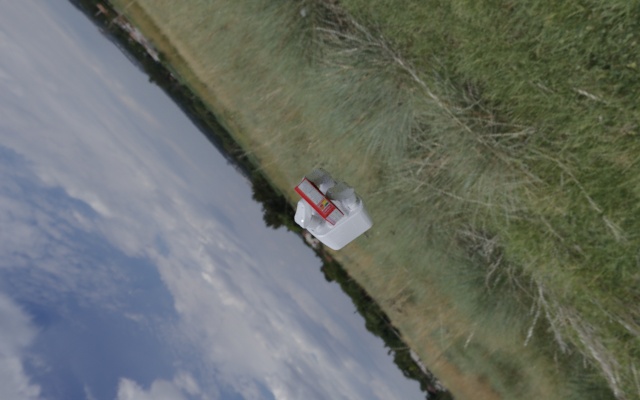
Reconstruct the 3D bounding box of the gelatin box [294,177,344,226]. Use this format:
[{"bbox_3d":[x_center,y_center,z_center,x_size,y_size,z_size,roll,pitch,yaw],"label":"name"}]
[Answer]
[{"bbox_3d":[0.000,0.003,0.799,0.073,0.030,0.089,45,2,15],"label":"gelatin box"}]
